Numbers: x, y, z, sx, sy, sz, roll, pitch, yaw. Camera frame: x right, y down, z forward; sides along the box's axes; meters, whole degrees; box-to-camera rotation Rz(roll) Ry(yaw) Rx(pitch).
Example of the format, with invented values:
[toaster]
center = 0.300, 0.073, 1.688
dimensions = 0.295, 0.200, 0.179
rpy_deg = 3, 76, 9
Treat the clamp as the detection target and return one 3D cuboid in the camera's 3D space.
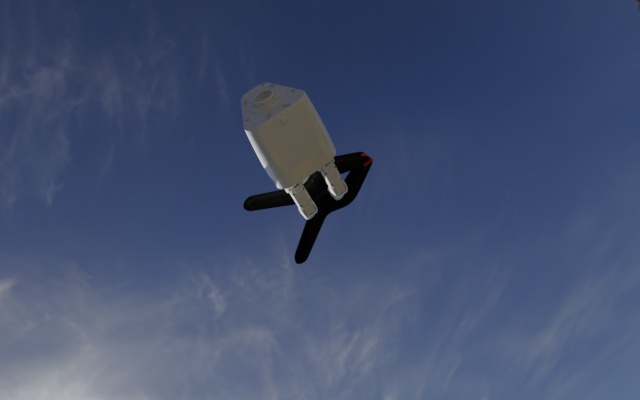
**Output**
[clamp]
center = 0.000, 0.002, 0.767
dimensions = 0.210, 0.165, 0.036
rpy_deg = -35, 40, -7
